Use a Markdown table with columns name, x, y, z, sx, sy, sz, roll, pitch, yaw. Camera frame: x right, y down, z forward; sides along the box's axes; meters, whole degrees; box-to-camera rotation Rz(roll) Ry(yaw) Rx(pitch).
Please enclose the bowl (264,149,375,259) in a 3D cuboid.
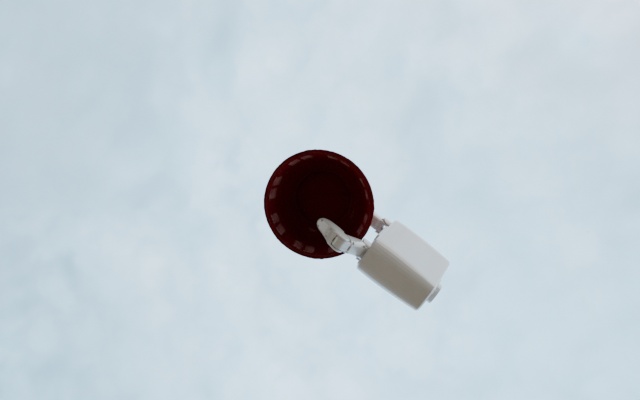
| name | x | y | z | sx | sy | sz | roll | pitch | yaw |
| --- | --- | --- | --- | --- | --- | --- | --- | --- | --- |
| bowl | -0.001 | 0.001 | 0.711 | 0.162 | 0.162 | 0.055 | 0 | 12 | 9 |
